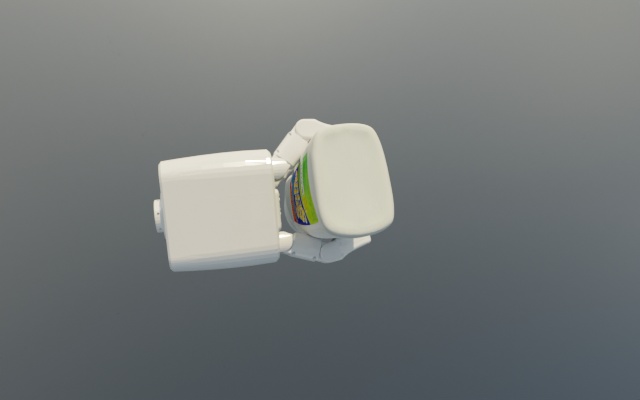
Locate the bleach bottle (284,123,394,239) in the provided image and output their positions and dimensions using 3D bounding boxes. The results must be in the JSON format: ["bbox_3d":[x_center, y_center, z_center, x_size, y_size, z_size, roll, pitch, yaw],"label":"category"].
[{"bbox_3d":[0.000,0.002,0.518,0.068,0.102,0.251,-7,-9,-14],"label":"bleach bottle"}]
